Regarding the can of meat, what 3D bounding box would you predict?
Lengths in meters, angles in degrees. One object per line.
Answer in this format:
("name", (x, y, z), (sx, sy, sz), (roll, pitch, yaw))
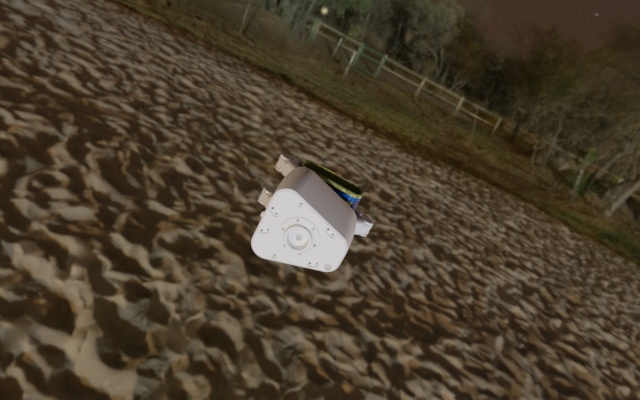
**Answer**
("can of meat", (0.000, 0.002, 0.687), (0.102, 0.084, 0.057), (29, 18, 3))
